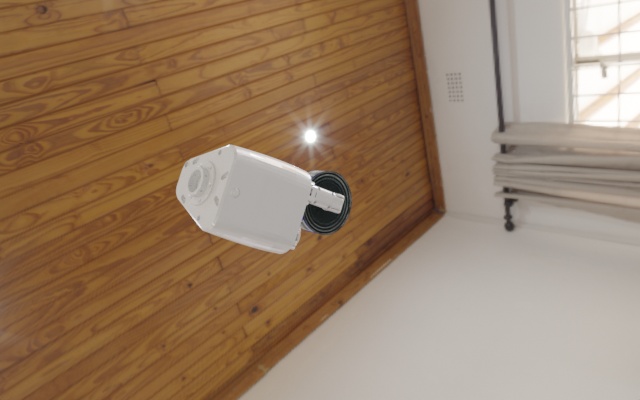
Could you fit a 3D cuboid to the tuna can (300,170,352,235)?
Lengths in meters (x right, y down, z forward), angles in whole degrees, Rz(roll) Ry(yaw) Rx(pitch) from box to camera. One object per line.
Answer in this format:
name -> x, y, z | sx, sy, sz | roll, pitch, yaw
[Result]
tuna can -> 0.000, 0.002, 0.645 | 0.086, 0.086, 0.034 | 0, 5, -40
